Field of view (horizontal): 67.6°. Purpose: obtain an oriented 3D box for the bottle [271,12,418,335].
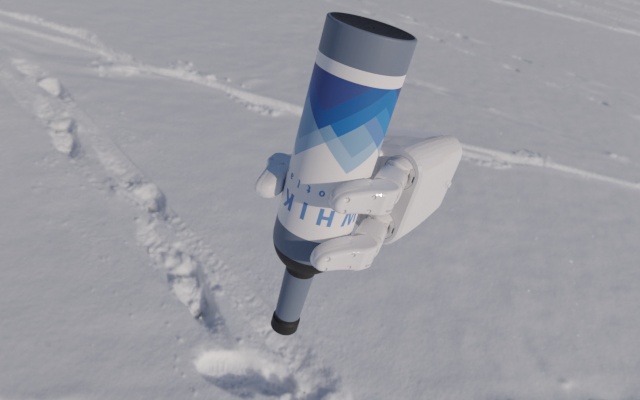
[{"bbox_3d":[0.000,0.001,0.405,0.069,0.296,0.069,13,29,-7],"label":"bottle"}]
